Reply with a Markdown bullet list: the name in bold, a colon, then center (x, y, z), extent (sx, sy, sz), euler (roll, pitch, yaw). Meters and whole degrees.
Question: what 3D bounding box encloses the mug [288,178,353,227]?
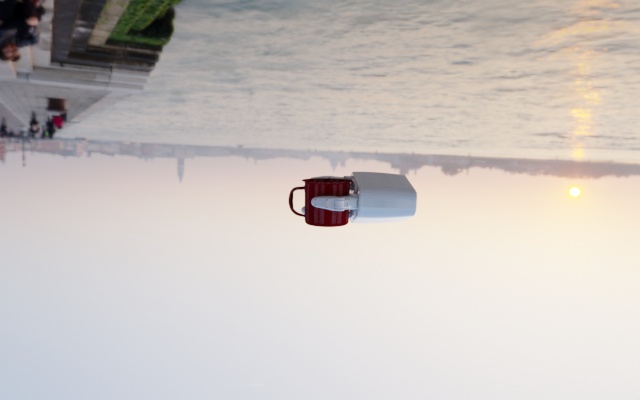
- **mug**: center (-0.001, 0.003, 0.869), extent (0.117, 0.081, 0.093), euler (0, 6, -4)
